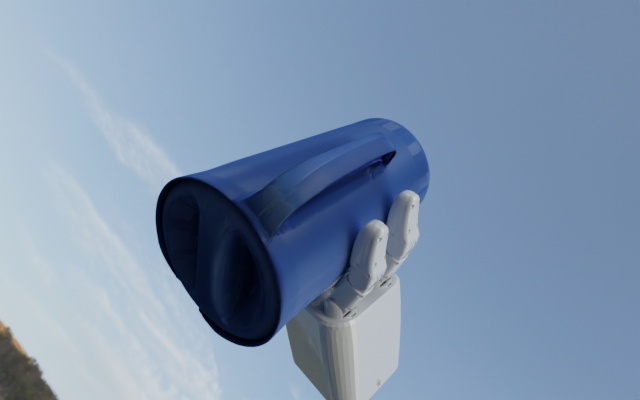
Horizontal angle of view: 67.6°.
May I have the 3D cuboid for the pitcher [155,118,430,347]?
[{"bbox_3d":[0.000,0.002,0.410,0.149,0.145,0.242,14,30,37],"label":"pitcher"}]
